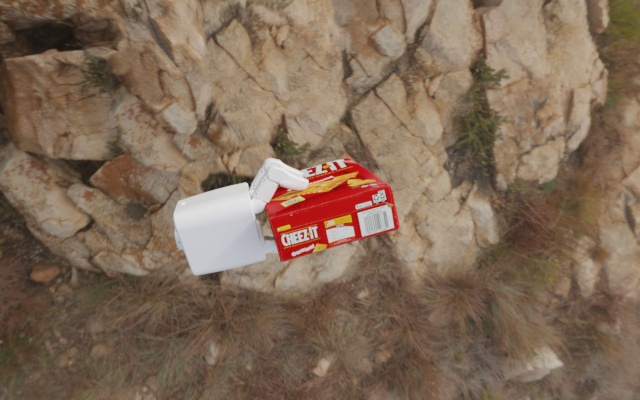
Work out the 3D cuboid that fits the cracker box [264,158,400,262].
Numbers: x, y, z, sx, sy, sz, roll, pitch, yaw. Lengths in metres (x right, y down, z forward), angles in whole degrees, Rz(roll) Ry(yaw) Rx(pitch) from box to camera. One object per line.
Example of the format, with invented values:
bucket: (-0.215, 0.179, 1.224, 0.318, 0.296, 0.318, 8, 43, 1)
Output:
cracker box: (0.000, 0.003, 0.702, 0.164, 0.072, 0.213, -15, 17, -7)
